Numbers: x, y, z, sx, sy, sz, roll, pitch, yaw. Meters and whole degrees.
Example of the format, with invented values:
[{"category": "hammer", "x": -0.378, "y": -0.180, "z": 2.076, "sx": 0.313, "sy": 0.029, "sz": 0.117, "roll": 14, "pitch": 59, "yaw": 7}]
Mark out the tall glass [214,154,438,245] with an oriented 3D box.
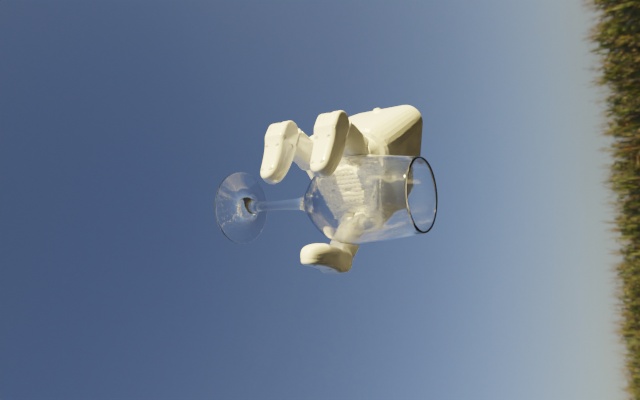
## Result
[{"category": "tall glass", "x": -0.001, "y": 0.002, "z": 0.435, "sx": 0.201, "sy": 0.079, "sz": 0.079, "roll": -4, "pitch": -2, "yaw": 35}]
